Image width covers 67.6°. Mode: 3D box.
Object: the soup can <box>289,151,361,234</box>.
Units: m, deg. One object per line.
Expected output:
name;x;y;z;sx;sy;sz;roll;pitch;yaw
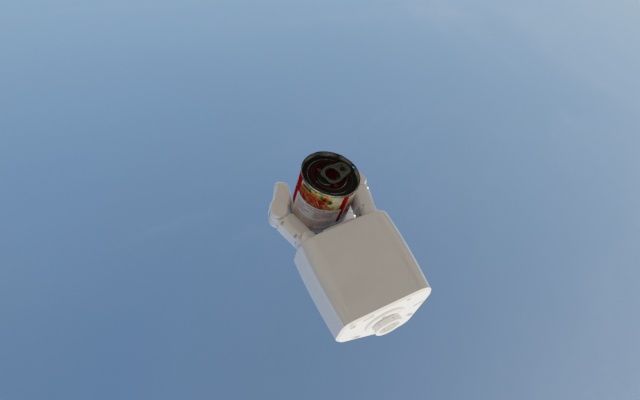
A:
soup can;0.000;0.002;0.561;0.068;0.068;0.102;0;-39;-18
